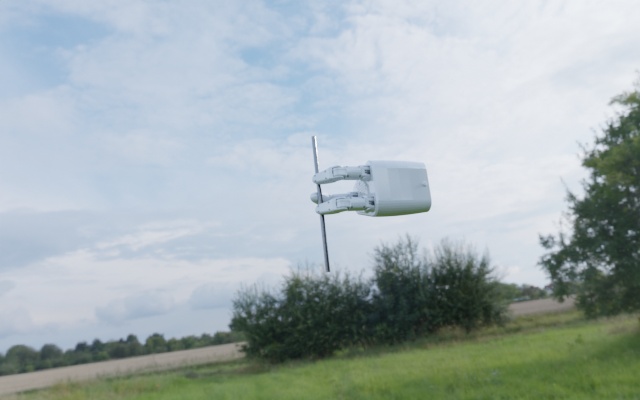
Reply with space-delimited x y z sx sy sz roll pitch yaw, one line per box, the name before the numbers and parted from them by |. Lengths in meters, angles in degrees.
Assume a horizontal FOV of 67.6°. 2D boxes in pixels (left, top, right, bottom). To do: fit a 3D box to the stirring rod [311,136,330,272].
stirring rod | 0.000 0.003 0.822 0.011 0.239 0.011 -6 -14 -1
